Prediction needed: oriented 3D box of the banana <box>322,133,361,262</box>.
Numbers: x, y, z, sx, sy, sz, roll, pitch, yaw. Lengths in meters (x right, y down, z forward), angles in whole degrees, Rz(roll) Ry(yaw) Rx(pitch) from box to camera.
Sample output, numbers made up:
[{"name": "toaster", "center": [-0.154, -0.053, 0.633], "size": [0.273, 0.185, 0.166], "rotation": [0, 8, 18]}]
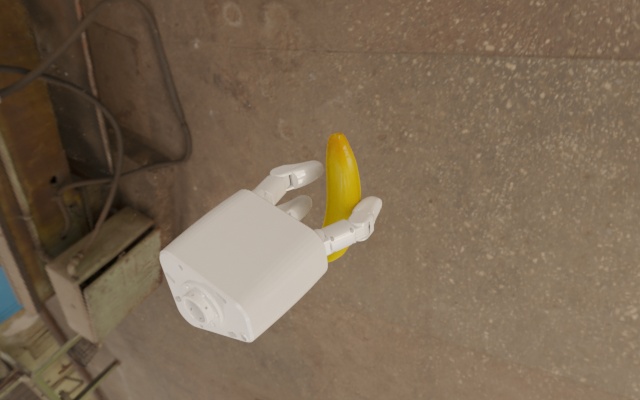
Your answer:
[{"name": "banana", "center": [0.013, 0.015, 0.535], "size": [0.069, 0.198, 0.037], "rotation": [41, 51, 19]}]
